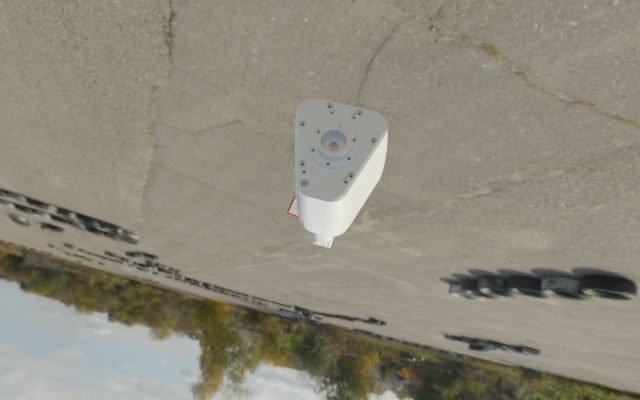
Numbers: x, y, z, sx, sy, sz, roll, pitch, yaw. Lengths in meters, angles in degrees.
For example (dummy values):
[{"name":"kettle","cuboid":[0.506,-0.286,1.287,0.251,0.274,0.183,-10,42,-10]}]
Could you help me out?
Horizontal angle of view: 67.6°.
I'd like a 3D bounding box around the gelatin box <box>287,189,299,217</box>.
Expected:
[{"name":"gelatin box","cuboid":[0.000,0.003,0.628,0.073,0.030,0.089,18,-24,-6]}]
